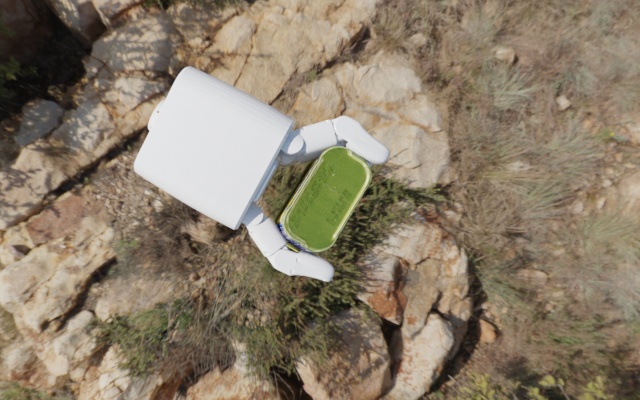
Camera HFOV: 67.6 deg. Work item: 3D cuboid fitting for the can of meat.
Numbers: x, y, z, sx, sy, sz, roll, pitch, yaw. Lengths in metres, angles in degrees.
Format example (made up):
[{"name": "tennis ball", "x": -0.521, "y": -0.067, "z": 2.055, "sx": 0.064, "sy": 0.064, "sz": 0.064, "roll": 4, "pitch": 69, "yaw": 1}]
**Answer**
[{"name": "can of meat", "x": 0.000, "y": 0.002, "z": 0.460, "sx": 0.057, "sy": 0.102, "sz": 0.084, "roll": 32, "pitch": -10, "yaw": -5}]
